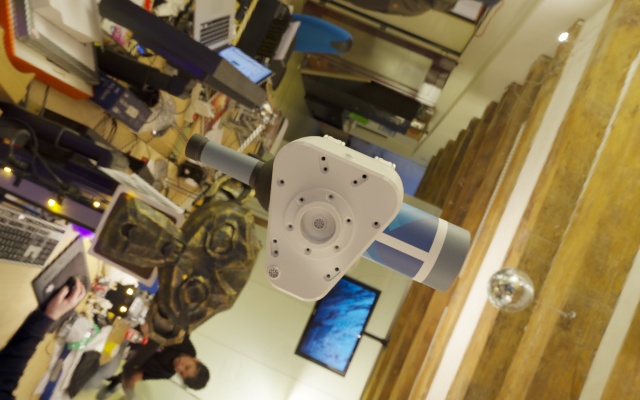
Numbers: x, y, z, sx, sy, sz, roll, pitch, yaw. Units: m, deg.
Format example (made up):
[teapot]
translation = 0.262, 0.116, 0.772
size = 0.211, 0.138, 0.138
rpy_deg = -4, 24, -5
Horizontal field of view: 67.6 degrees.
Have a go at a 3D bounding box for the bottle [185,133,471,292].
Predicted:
[bottle]
translation = 0.000, 0.002, 0.486
size = 0.295, 0.069, 0.069
rpy_deg = 24, 2, 4
